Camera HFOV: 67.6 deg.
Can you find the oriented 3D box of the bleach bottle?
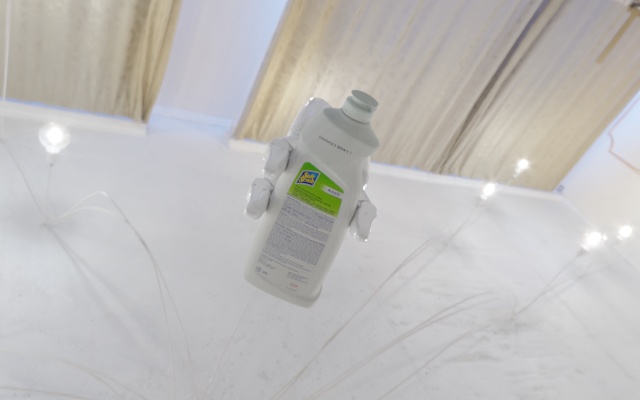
[{"bbox_3d":[0.000,0.002,0.516,0.102,0.251,0.068,24,31,-6],"label":"bleach bottle"}]
